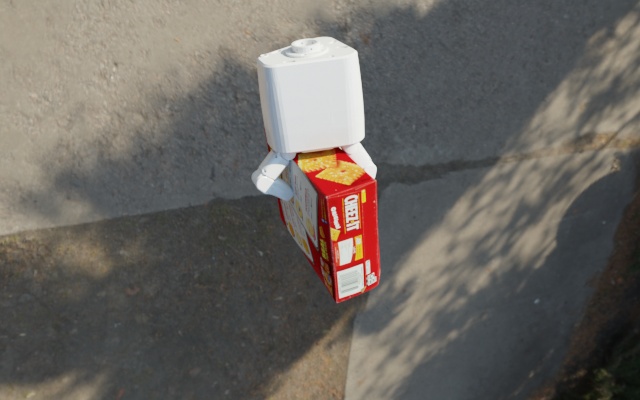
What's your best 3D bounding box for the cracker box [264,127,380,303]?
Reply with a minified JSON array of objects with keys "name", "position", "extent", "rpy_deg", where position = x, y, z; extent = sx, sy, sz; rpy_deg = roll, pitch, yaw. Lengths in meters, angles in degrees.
[{"name":"cracker box","position":[0.000,0.002,0.637],"extent":[0.072,0.164,0.213],"rpy_deg":[-18,35,-16]}]
